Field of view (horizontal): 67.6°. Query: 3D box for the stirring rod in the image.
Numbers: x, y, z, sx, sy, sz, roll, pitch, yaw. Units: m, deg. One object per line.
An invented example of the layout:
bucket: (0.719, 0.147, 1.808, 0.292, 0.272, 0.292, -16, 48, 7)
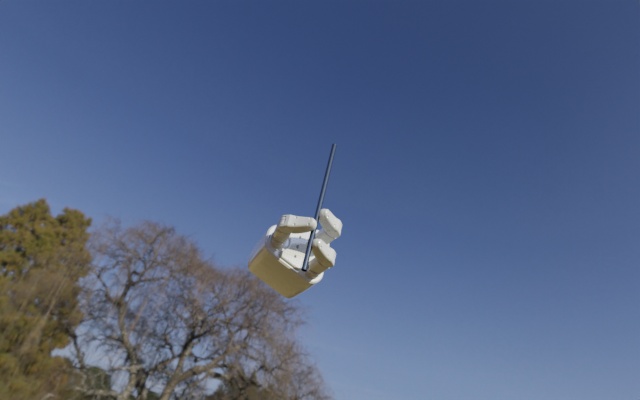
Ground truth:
stirring rod: (0.000, 0.003, 0.746, 0.011, 0.239, 0.011, 9, -34, 6)
